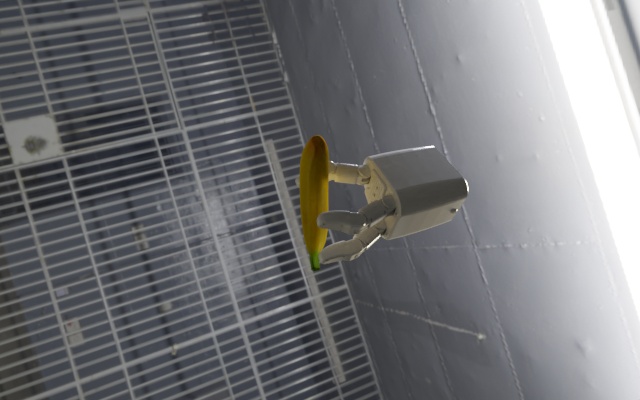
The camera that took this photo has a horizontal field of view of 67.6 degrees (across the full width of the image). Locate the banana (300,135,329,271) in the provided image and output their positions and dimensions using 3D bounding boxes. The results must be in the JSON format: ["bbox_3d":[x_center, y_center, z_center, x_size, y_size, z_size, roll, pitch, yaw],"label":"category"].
[{"bbox_3d":[-0.005,-0.005,0.618,0.037,0.198,0.069,-10,34,-13],"label":"banana"}]
